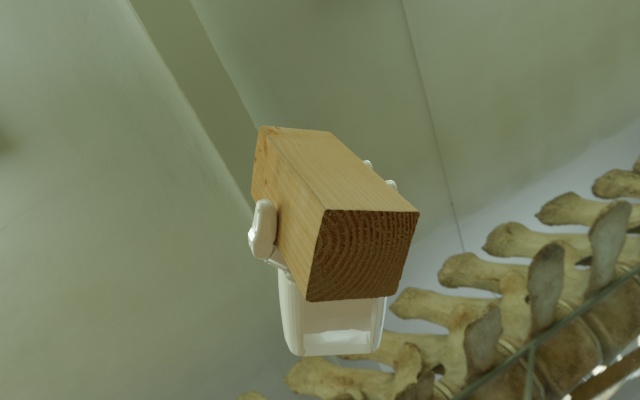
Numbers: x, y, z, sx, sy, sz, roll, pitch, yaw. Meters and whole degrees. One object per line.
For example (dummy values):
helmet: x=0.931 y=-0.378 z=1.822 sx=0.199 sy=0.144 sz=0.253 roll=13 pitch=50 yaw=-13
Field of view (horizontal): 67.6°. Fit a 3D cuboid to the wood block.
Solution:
wood block: x=0.000 y=0.002 z=0.482 sx=0.091 sy=0.090 sz=0.206 roll=1 pitch=26 yaw=-23
